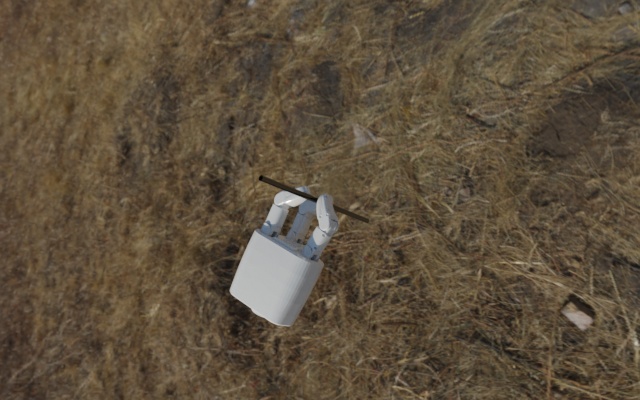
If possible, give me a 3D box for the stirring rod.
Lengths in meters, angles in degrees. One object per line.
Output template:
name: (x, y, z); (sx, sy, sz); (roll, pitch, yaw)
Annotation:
stirring rod: (0.000, 0.002, 0.710); (0.011, 0.011, 0.239); (0, -15, 42)
